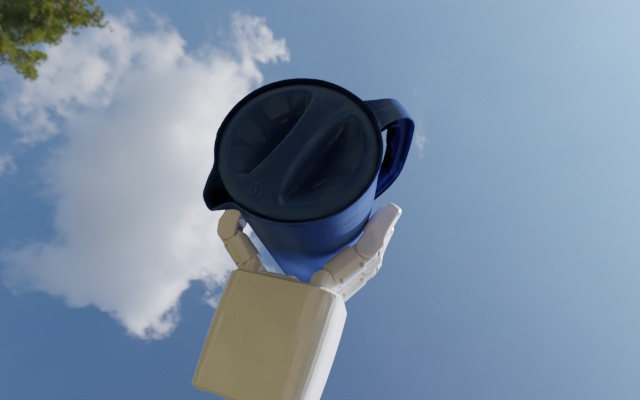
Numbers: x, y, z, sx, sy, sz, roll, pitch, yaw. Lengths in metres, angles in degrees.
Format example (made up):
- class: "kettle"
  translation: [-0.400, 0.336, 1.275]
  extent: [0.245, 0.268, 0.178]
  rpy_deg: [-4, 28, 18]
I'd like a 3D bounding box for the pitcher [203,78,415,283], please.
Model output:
- class: "pitcher"
  translation: [0.000, 0.002, 0.473]
  extent: [0.149, 0.145, 0.243]
  rpy_deg: [13, -23, 11]
